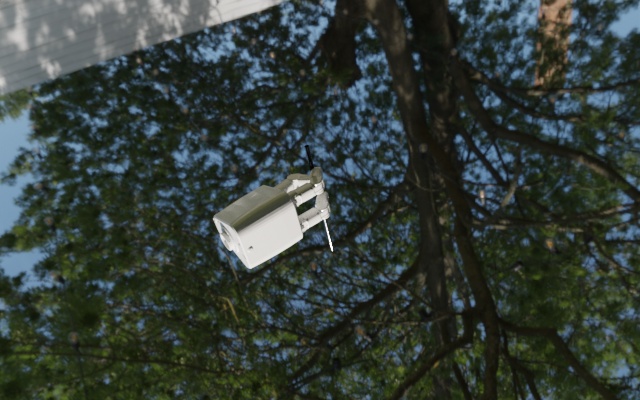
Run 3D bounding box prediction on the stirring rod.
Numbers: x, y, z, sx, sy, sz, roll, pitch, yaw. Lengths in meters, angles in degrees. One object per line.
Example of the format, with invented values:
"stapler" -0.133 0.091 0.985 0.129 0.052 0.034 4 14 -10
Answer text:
"stirring rod" 0.000 0.003 0.870 0.011 0.240 0.011 -9 37 7
